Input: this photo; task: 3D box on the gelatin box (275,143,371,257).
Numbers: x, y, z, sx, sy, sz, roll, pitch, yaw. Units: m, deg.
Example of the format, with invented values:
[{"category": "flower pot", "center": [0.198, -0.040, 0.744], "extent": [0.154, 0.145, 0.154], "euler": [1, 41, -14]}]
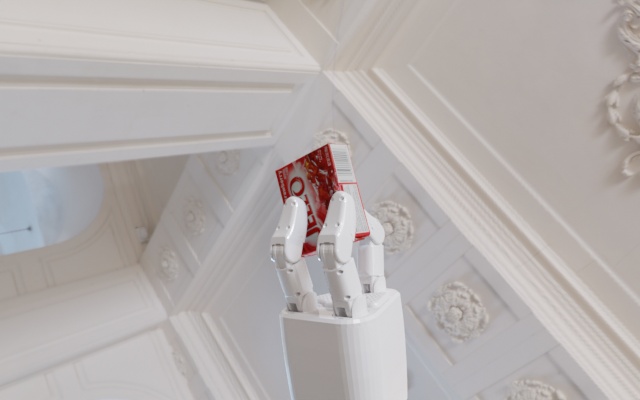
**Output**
[{"category": "gelatin box", "center": [0.000, 0.001, 0.439], "extent": [0.073, 0.089, 0.030], "euler": [-23, -14, 40]}]
